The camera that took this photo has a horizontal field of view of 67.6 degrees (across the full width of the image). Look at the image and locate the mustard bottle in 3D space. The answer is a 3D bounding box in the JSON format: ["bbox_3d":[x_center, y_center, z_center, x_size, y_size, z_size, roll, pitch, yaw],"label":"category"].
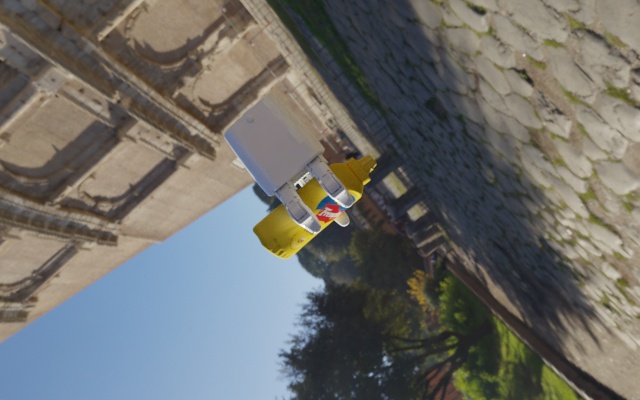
[{"bbox_3d":[0.000,0.003,0.678,0.191,0.058,0.096,-40,-27,5],"label":"mustard bottle"}]
